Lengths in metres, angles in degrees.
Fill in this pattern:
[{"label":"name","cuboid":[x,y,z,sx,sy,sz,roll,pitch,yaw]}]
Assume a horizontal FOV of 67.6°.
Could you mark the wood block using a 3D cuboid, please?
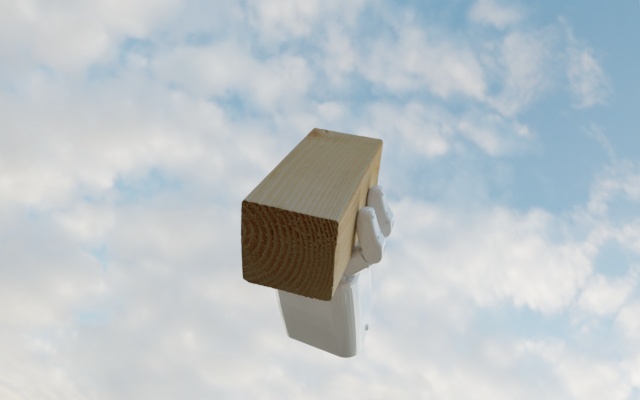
[{"label":"wood block","cuboid":[0.000,0.002,0.510,0.091,0.090,0.206,11,29,13]}]
